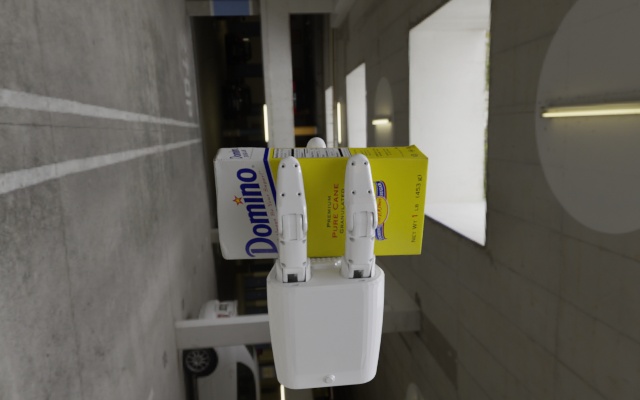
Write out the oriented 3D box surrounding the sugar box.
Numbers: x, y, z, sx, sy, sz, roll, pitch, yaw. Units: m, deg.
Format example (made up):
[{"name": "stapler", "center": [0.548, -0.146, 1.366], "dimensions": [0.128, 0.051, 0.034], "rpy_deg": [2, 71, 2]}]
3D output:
[{"name": "sugar box", "center": [0.000, 0.002, 0.417], "dimensions": [0.176, 0.093, 0.048], "rpy_deg": [-3, 21, -5]}]
